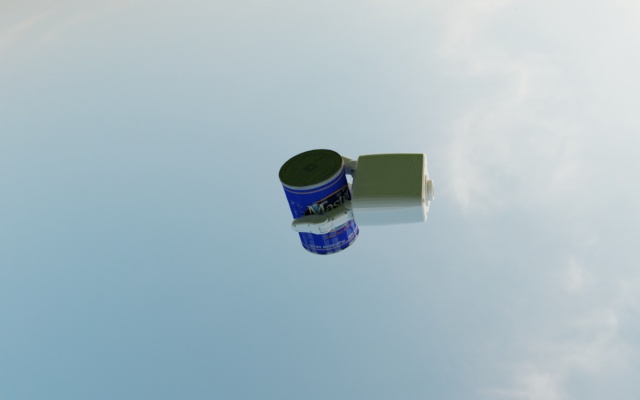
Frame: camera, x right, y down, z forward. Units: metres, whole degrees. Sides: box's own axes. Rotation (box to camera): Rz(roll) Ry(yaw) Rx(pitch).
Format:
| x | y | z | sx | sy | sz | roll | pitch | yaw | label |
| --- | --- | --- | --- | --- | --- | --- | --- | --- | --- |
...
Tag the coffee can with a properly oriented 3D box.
| x | y | z | sx | sy | sz | roll | pitch | yaw | label |
| --- | --- | --- | --- | --- | --- | --- | --- | --- | --- |
| 0.000 | 0.002 | 0.773 | 0.103 | 0.140 | 0.102 | -11 | 36 | 8 | coffee can |
